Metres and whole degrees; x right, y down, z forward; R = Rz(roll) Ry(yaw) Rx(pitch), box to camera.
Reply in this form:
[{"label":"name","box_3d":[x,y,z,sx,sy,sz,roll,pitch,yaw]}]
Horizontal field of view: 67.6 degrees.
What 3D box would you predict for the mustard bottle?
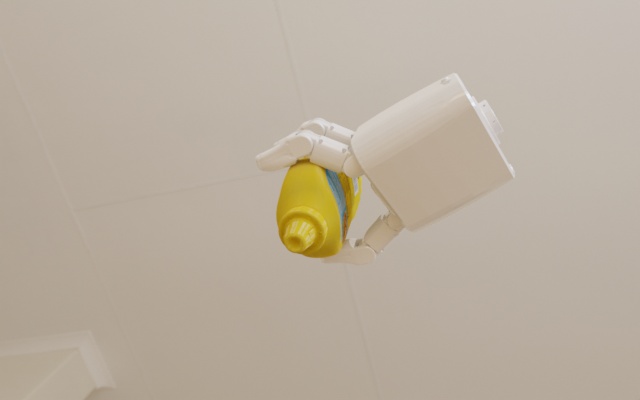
[{"label":"mustard bottle","box_3d":[0.000,0.002,0.467,0.058,0.096,0.191,-7,19,15]}]
